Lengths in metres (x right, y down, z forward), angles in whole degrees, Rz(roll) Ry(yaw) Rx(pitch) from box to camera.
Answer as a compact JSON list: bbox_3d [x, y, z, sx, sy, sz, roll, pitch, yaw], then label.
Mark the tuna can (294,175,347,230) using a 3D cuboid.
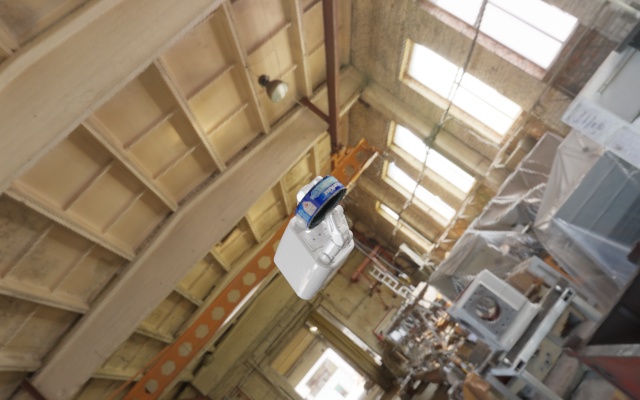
[{"bbox_3d":[0.000,0.002,0.734,0.033,0.086,0.086,43,10,12],"label":"tuna can"}]
